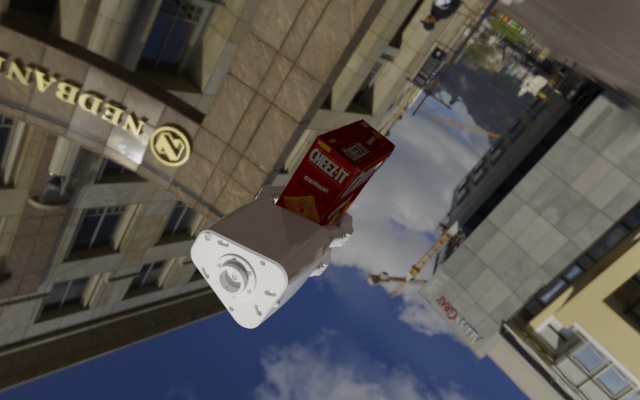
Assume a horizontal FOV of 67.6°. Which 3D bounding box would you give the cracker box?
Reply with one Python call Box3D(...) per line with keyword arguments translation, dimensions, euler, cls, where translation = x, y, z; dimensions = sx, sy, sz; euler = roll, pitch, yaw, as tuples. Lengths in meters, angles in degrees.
Box3D(translation=(0.000, 0.002, 0.657), dimensions=(0.072, 0.214, 0.164), euler=(39, 27, 8), cls="cracker box")
